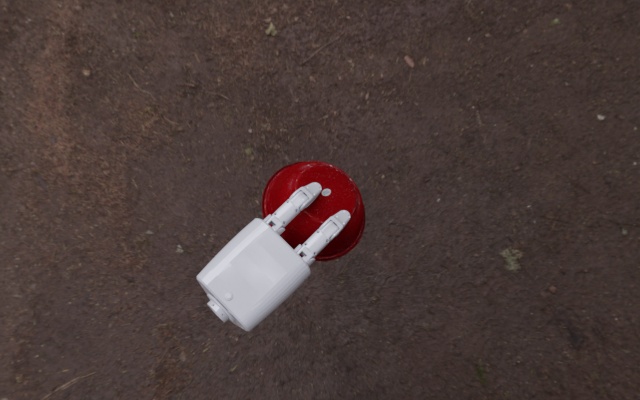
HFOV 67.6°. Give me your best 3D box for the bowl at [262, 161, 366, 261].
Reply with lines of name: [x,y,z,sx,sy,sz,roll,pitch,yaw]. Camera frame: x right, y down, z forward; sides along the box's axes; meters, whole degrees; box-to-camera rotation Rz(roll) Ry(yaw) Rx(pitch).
bowl: [0.001,0.001,0.685,0.162,0.162,0.055,0,-26,-21]
